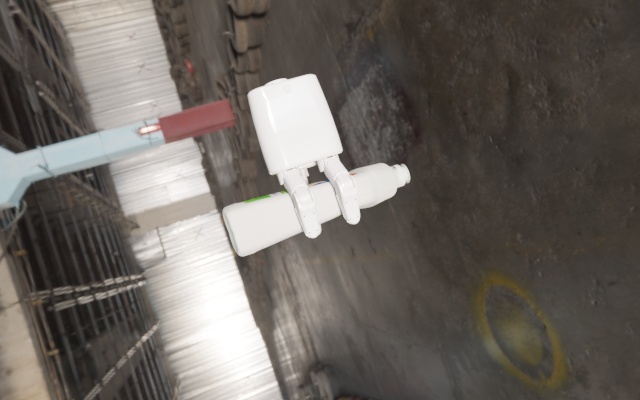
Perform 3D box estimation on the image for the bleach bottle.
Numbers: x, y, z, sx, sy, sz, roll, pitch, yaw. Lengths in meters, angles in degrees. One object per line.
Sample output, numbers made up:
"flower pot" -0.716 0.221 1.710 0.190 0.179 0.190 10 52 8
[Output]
"bleach bottle" 0.000 0.002 0.640 0.251 0.068 0.102 -19 3 -14
